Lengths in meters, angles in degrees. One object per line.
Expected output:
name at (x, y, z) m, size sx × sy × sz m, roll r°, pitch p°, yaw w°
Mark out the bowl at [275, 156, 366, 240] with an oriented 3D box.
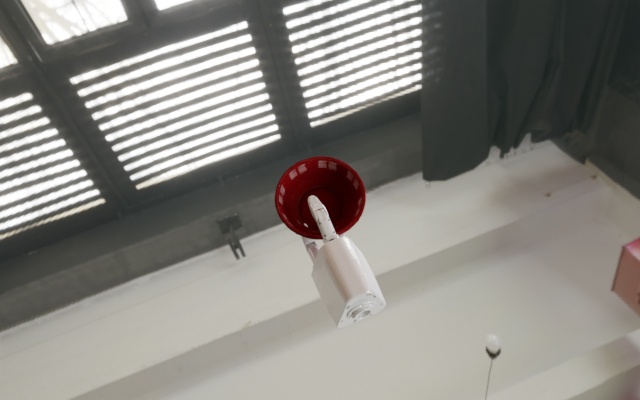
bowl at (0.000, 0.002, 0.866) m, size 0.162 × 0.162 × 0.055 m, roll 0°, pitch -23°, yaw 2°
